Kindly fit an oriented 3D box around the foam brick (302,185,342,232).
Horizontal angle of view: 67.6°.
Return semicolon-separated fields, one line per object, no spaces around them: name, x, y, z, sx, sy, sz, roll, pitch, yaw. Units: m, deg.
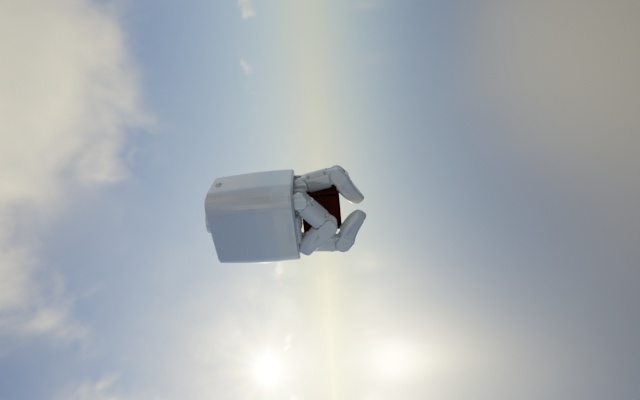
foam brick;0.000;0.002;0.652;0.051;0.053;0.078;-5;21;1
